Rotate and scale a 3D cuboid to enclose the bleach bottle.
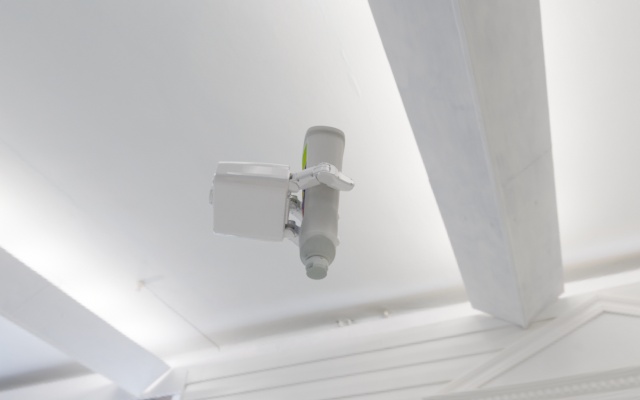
[{"bbox_3d":[0.000,0.002,0.713,0.068,0.250,0.103,6,-45,-4],"label":"bleach bottle"}]
